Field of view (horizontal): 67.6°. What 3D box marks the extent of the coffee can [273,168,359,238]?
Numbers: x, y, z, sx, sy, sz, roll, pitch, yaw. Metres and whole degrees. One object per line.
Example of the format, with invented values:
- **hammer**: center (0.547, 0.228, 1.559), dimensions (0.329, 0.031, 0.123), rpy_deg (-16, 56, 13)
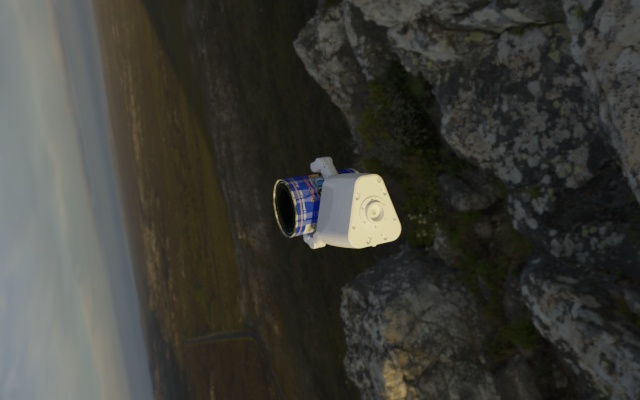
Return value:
- **coffee can**: center (0.000, 0.003, 0.843), dimensions (0.140, 0.103, 0.103), rpy_deg (-10, 4, -24)
